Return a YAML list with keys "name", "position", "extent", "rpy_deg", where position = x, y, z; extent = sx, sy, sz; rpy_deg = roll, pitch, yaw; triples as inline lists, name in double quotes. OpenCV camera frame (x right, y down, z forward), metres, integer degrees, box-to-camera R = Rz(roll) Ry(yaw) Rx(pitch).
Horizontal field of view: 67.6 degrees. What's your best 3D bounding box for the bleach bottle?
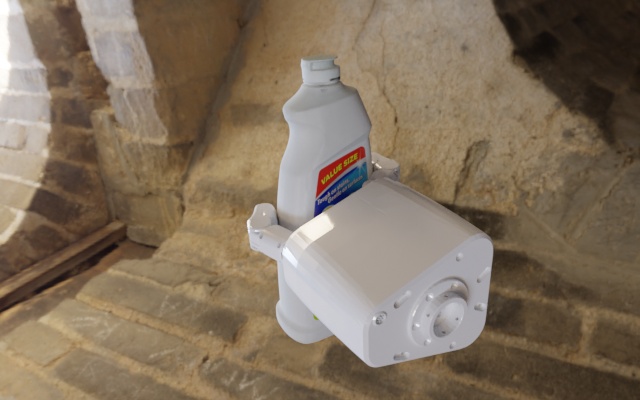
- name: "bleach bottle"
  position: [0.000, 0.001, 0.429]
  extent: [0.102, 0.251, 0.068]
  rpy_deg: [-18, 29, -26]
